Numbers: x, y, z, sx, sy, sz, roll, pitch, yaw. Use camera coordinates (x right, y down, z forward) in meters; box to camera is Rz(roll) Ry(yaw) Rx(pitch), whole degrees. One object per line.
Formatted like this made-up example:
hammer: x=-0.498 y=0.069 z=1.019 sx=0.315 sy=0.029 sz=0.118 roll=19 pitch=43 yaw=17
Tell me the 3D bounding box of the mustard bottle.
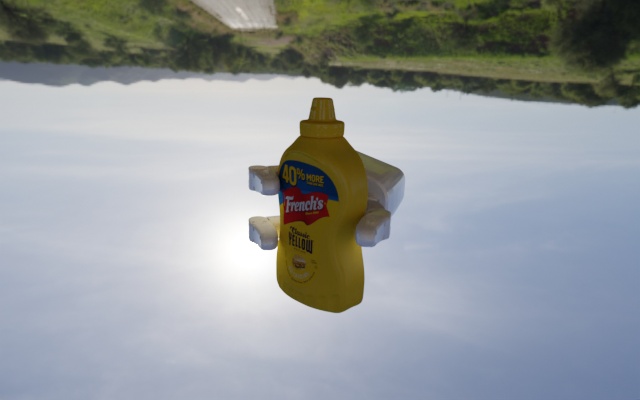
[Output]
mustard bottle: x=0.000 y=0.002 z=0.447 sx=0.058 sy=0.192 sz=0.096 roll=-12 pitch=21 yaw=-42
